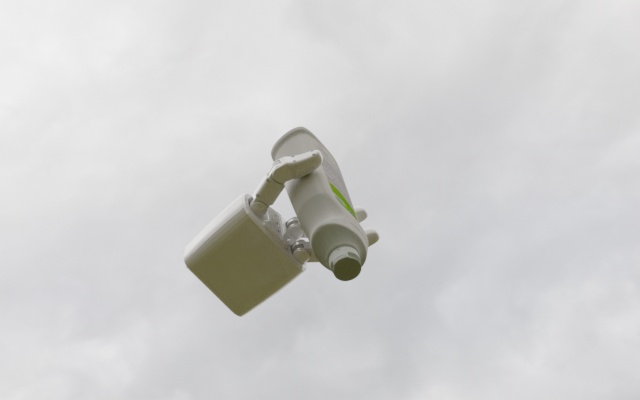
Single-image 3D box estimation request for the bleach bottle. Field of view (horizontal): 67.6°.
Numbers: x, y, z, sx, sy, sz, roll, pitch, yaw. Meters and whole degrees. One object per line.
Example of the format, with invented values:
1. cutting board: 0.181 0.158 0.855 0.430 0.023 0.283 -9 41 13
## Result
1. bleach bottle: 0.000 0.002 0.564 0.103 0.068 0.250 44 13 -27
